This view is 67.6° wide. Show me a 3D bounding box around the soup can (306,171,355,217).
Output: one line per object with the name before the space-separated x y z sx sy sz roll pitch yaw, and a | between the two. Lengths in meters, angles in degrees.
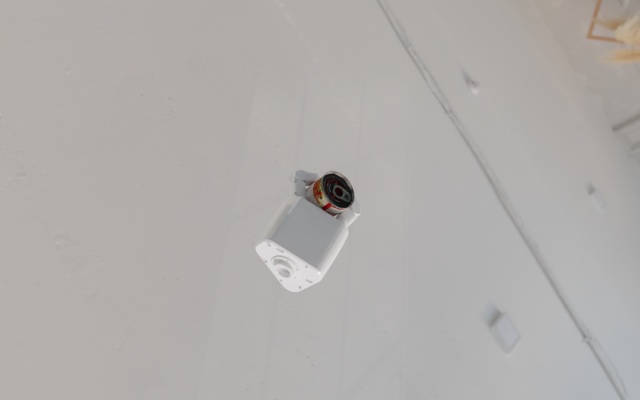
soup can | 0.000 0.002 0.813 0.068 0.068 0.102 0 -24 -40
